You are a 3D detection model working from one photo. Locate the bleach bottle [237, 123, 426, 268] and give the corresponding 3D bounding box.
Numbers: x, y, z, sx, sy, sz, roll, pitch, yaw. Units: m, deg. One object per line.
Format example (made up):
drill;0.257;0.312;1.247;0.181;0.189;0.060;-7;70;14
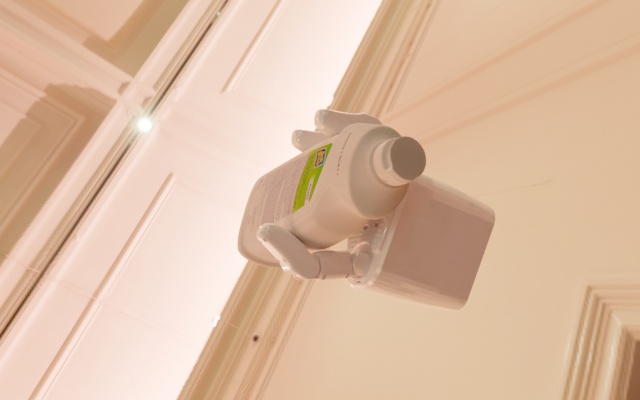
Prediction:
bleach bottle;0.000;0.001;0.410;0.068;0.102;0.251;18;-17;-22
